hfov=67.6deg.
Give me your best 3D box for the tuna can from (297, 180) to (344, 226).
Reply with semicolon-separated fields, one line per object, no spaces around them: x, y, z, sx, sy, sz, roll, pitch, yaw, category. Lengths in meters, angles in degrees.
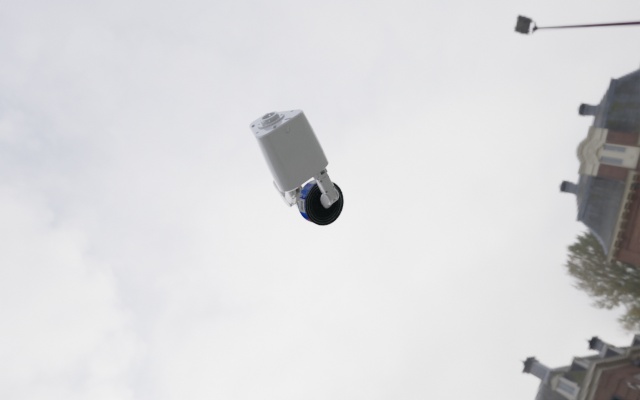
0.000;0.003;0.895;0.086;0.086;0.033;0;9;-33;tuna can
